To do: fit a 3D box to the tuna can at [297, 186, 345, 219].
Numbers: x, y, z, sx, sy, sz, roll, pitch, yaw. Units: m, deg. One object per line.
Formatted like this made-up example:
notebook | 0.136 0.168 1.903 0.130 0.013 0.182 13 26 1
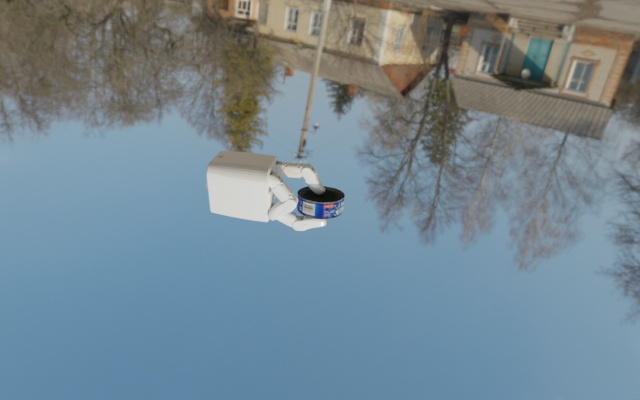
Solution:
tuna can | 0.000 0.003 0.865 0.086 0.034 0.086 3 21 -1
